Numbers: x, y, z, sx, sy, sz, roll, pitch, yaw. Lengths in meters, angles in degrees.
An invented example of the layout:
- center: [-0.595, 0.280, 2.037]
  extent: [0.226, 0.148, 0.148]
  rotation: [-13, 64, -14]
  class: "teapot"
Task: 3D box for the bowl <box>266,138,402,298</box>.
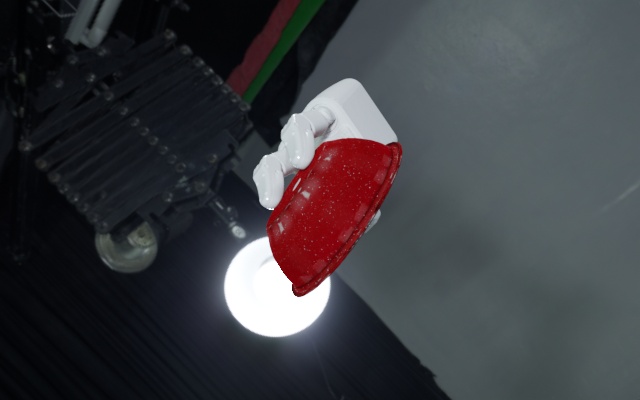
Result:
- center: [0.000, 0.002, 0.416]
  extent: [0.055, 0.162, 0.162]
  rotation: [34, -6, -9]
  class: "bowl"
